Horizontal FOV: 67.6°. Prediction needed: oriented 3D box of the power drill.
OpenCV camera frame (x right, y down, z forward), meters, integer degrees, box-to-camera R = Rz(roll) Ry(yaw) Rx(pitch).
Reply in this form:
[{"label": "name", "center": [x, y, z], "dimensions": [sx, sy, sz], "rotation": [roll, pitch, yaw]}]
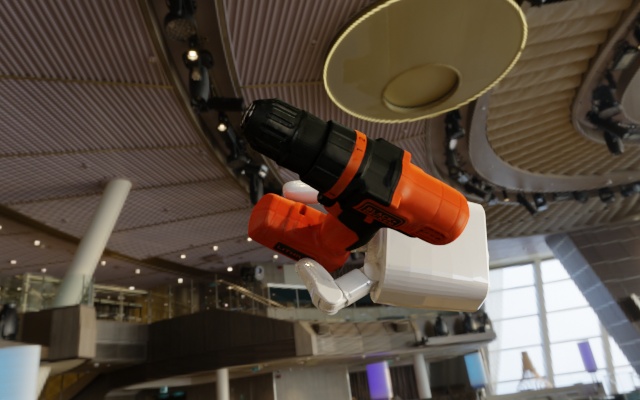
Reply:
[{"label": "power drill", "center": [0.000, 0.002, 0.406], "dimensions": [0.184, 0.057, 0.188], "rotation": [28, -26, -14]}]
